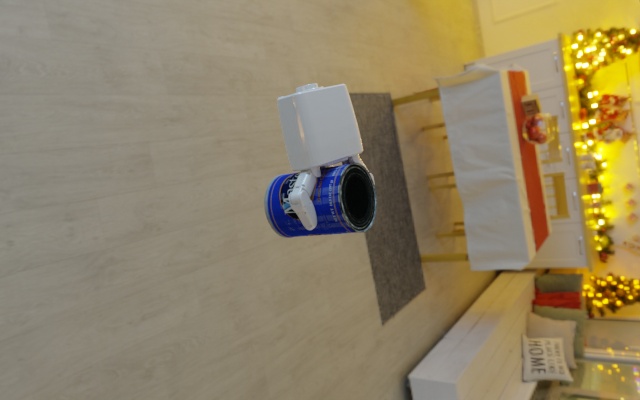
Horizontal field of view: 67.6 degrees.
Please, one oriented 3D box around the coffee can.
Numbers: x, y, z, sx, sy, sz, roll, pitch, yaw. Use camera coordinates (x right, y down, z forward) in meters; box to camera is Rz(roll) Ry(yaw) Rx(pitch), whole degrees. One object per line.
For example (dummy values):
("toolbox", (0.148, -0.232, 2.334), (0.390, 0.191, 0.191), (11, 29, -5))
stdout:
("coffee can", (0.000, 0.003, 0.727), (0.140, 0.103, 0.103), (-7, -4, 36))
